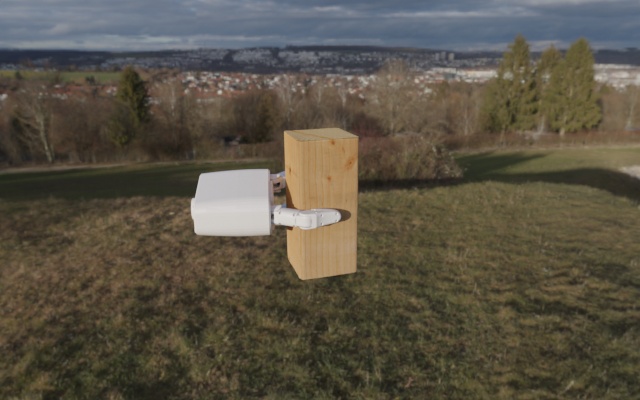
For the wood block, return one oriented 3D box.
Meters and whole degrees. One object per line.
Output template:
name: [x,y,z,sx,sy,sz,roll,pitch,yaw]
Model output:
wood block: [0.000,0.002,0.717,0.090,0.206,0.090,-6,18,-16]
